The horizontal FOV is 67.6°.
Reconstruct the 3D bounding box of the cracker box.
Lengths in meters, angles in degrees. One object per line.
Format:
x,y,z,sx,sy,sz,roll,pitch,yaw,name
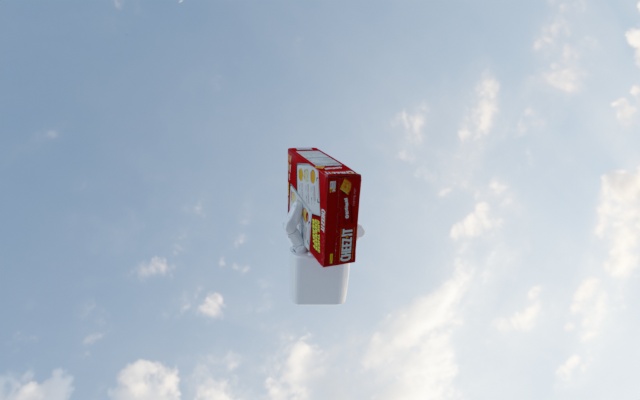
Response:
0.000,0.003,0.884,0.072,0.164,0.213,-5,20,-20,cracker box
